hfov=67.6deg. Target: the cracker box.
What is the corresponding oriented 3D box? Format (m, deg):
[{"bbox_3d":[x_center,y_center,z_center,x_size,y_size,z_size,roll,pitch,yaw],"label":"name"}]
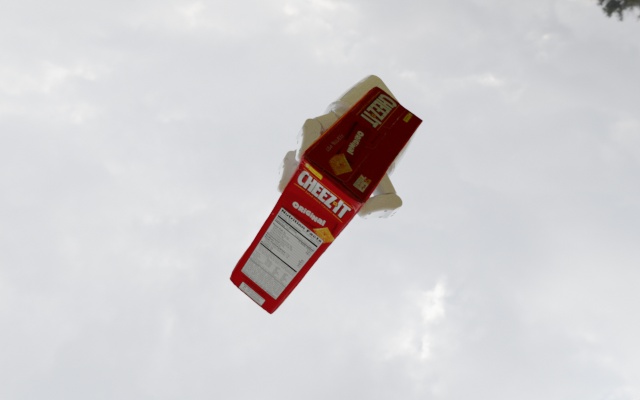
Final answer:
[{"bbox_3d":[0.000,0.002,0.508,0.164,0.072,0.214,-50,-3,-46],"label":"cracker box"}]
